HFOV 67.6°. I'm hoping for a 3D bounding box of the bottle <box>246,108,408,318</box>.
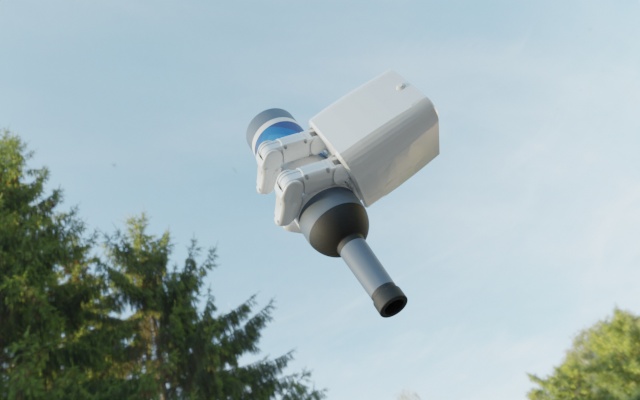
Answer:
[{"bbox_3d":[0.000,0.002,0.501,0.069,0.069,0.295,0,37,-32],"label":"bottle"}]
